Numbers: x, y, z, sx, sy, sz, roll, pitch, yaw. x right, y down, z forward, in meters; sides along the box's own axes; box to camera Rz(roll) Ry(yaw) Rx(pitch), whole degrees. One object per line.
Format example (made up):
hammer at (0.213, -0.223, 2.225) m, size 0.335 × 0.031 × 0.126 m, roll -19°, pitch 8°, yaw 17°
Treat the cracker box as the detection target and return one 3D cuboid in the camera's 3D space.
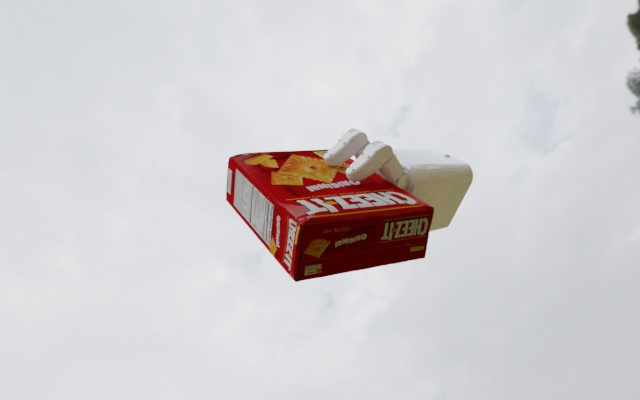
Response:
cracker box at (0.000, 0.002, 0.565) m, size 0.164 × 0.072 × 0.213 m, roll -6°, pitch 25°, yaw -28°
